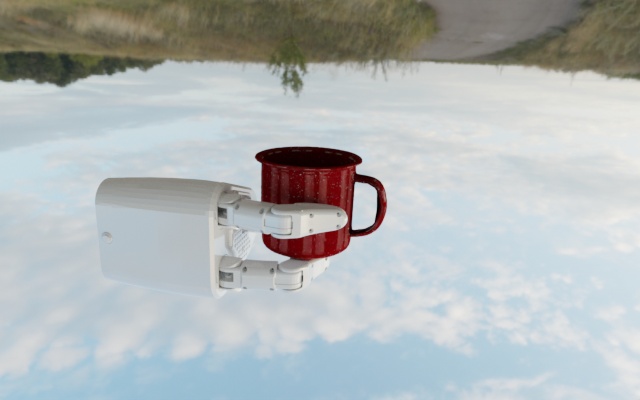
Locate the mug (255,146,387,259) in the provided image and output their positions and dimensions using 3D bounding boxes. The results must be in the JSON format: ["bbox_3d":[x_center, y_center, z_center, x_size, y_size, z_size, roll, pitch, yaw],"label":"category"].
[{"bbox_3d":[0.001,0.002,0.421,0.117,0.081,0.093,6,17,12],"label":"mug"}]
